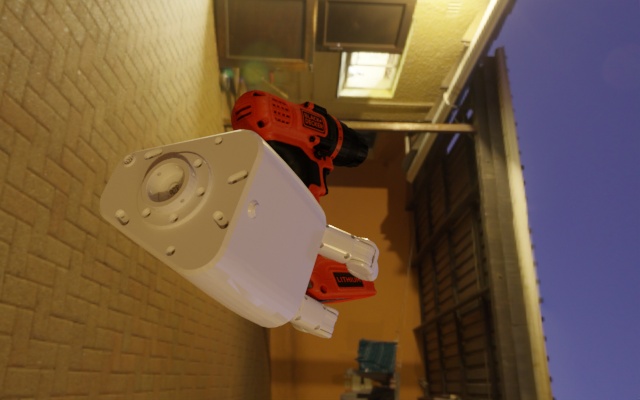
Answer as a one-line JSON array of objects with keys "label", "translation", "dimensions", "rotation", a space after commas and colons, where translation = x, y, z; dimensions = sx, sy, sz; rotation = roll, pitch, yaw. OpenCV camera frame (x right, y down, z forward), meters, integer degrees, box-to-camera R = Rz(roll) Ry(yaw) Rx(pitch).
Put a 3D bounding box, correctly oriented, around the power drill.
[{"label": "power drill", "translation": [0.000, 0.002, 0.450], "dimensions": [0.057, 0.187, 0.184], "rotation": [-21, -18, 35]}]
